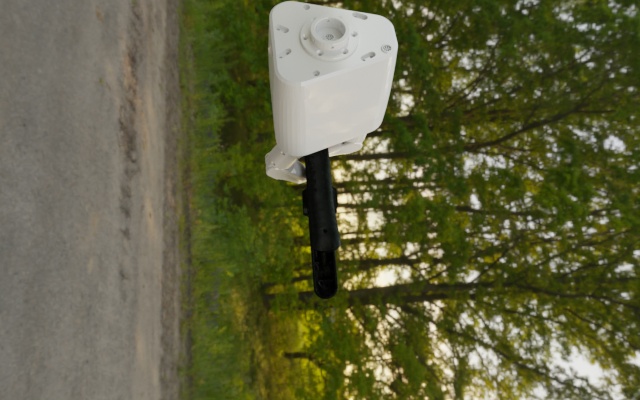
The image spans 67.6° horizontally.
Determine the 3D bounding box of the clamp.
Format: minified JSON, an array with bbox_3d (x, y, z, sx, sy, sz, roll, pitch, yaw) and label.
[{"bbox_3d":[0.001,0.001,0.474,0.039,0.171,0.120,-4,-24,-8],"label":"clamp"}]
